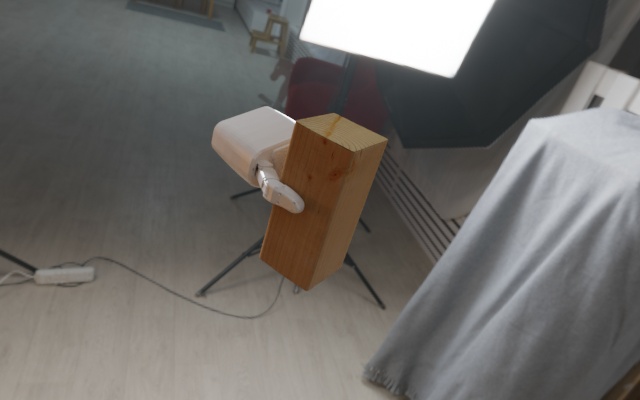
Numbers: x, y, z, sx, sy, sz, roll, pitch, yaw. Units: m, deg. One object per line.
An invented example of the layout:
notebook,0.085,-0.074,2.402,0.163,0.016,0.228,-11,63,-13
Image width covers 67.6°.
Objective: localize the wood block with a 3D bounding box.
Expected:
wood block,0.000,0.002,0.629,0.090,0.206,0.091,31,30,24
